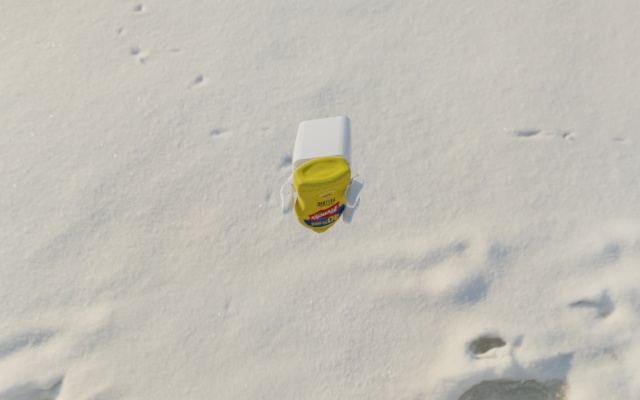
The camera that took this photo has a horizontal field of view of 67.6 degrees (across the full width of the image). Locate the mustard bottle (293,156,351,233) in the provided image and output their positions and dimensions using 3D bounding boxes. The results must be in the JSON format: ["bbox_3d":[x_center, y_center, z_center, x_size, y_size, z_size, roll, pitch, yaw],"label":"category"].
[{"bbox_3d":[0.000,0.003,0.864,0.096,0.058,0.192,-17,-32,-13],"label":"mustard bottle"}]
